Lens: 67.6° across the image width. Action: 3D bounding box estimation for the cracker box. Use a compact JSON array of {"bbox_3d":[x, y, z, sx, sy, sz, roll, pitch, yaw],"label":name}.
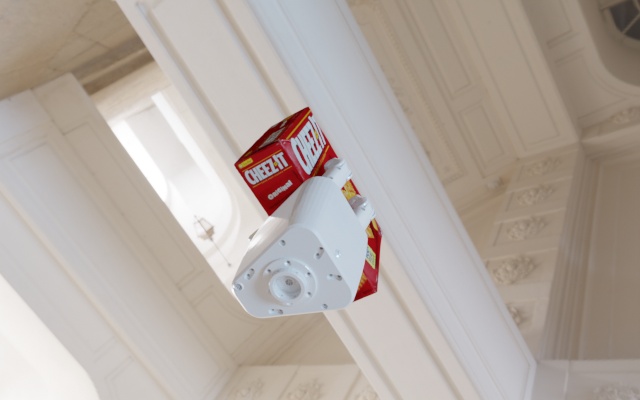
[{"bbox_3d":[0.000,0.002,0.606,0.072,0.214,0.164,-26,17,19],"label":"cracker box"}]
